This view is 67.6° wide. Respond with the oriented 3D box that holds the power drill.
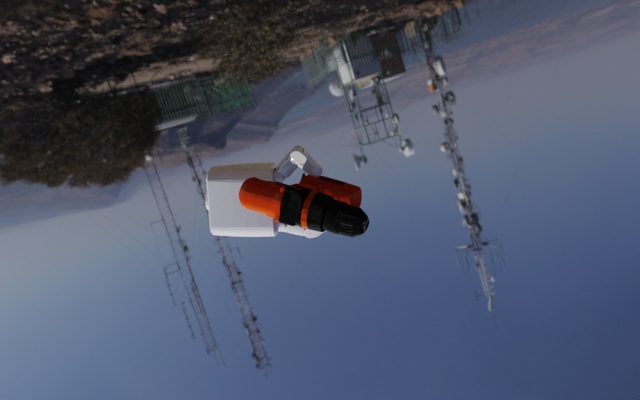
[{"bbox_3d":[0.000,0.002,0.698,0.184,0.057,0.187,17,9,18],"label":"power drill"}]
